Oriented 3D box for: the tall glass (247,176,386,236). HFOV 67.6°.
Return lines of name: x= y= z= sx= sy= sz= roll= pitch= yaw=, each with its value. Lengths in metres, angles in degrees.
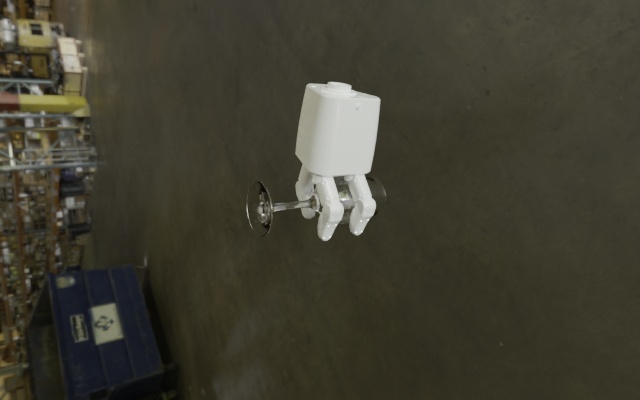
tall glass: x=-0.001 y=0.002 z=0.694 sx=0.201 sy=0.079 sz=0.079 roll=-6 pitch=3 yaw=-33
